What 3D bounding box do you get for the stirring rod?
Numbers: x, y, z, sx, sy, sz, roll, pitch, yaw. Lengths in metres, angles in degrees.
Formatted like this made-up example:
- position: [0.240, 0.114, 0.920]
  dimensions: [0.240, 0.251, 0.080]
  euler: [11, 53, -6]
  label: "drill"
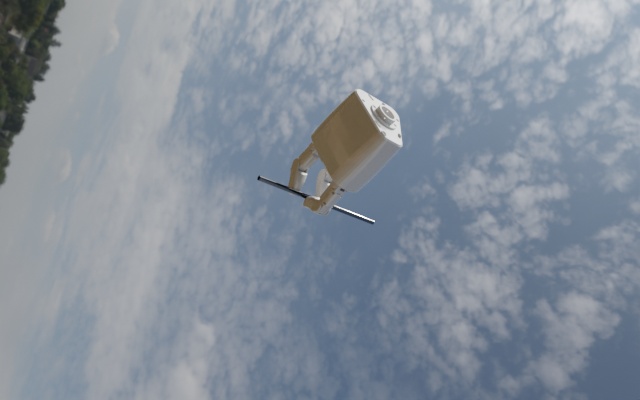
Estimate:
- position: [0.000, 0.003, 0.789]
  dimensions: [0.239, 0.011, 0.011]
  euler: [21, -12, -33]
  label: "stirring rod"
